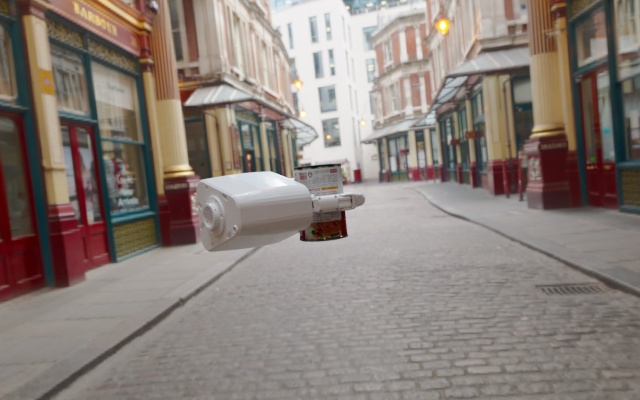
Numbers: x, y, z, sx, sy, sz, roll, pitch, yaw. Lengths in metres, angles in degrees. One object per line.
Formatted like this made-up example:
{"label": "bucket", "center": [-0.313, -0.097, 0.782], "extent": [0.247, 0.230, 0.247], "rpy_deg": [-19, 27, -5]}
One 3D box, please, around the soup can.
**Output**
{"label": "soup can", "center": [0.001, 0.002, 0.663], "extent": [0.068, 0.102, 0.068], "rpy_deg": [-5, 2, 0]}
